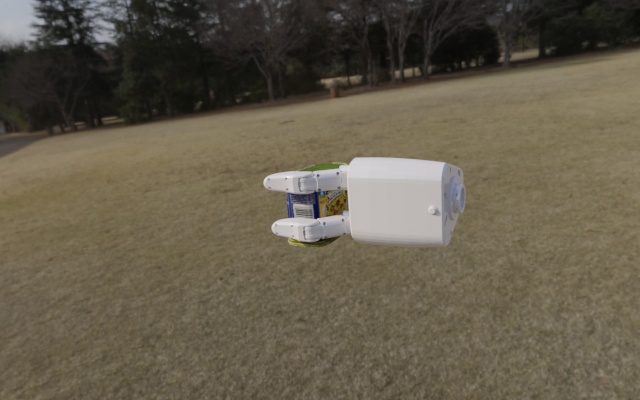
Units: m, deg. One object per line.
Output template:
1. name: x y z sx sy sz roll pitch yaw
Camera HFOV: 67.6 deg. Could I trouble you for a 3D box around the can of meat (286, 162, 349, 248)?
1. can of meat: 0.000 0.002 0.600 0.057 0.084 0.102 5 18 31
